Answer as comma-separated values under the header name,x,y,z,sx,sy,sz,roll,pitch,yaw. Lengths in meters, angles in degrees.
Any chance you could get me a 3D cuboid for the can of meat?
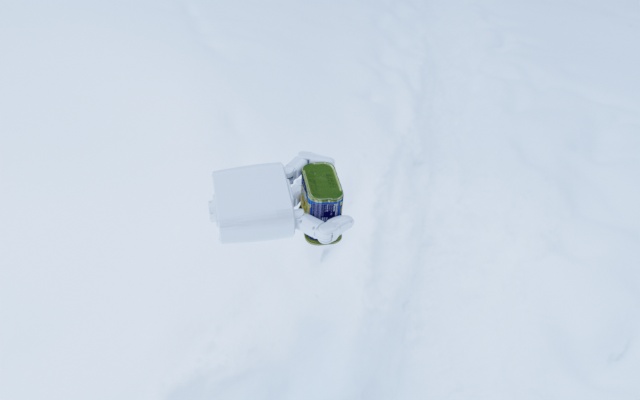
name,x,y,z,sx,sy,sz,roll,pitch,yaw
can of meat,0.000,0.002,0.717,0.057,0.084,0.102,-5,38,-10
